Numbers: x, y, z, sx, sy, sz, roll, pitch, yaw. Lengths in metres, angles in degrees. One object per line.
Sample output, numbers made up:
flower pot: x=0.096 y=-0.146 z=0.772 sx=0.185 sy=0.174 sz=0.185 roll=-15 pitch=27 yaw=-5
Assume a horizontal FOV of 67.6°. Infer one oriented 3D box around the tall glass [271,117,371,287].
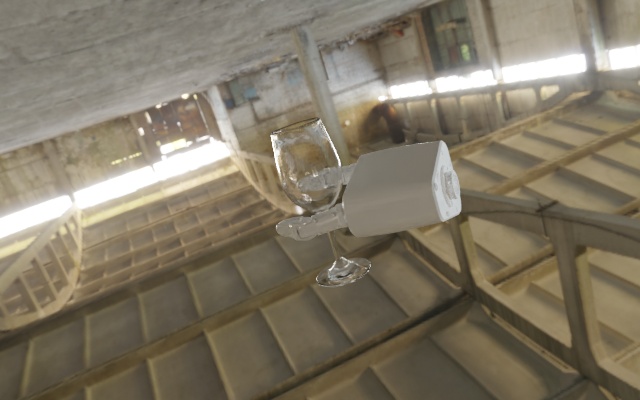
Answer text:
tall glass: x=0.000 y=0.003 z=0.595 sx=0.079 sy=0.201 sz=0.079 roll=-17 pitch=14 yaw=5
